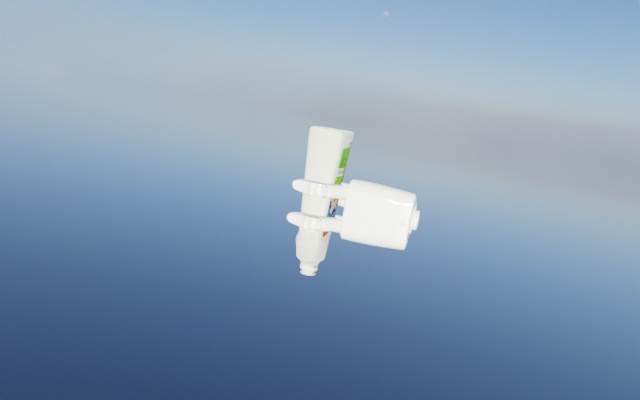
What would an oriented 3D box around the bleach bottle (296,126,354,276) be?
[{"bbox_3d":[0.000,0.003,0.815,0.068,0.251,0.102,12,10,13],"label":"bleach bottle"}]
